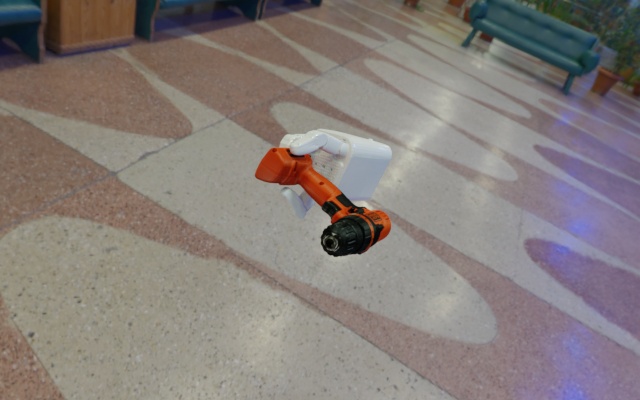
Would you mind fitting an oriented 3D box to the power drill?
[{"bbox_3d":[0.000,0.002,0.656,0.187,0.057,0.184,41,18,17],"label":"power drill"}]
